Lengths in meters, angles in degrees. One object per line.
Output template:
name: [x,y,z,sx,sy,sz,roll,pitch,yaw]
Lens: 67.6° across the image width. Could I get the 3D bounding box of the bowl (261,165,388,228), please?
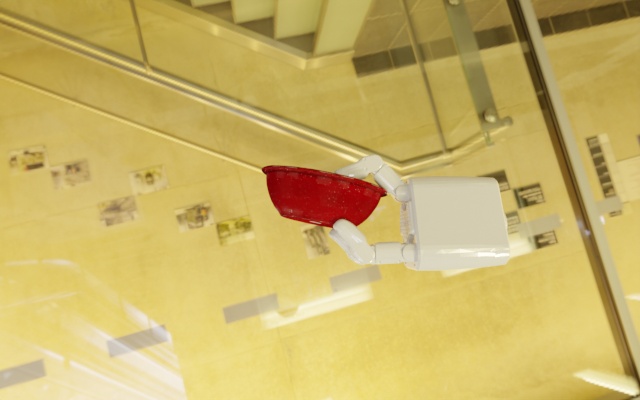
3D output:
bowl: [-0.001,0.002,0.597,0.162,0.055,0.162,11,-6,1]
